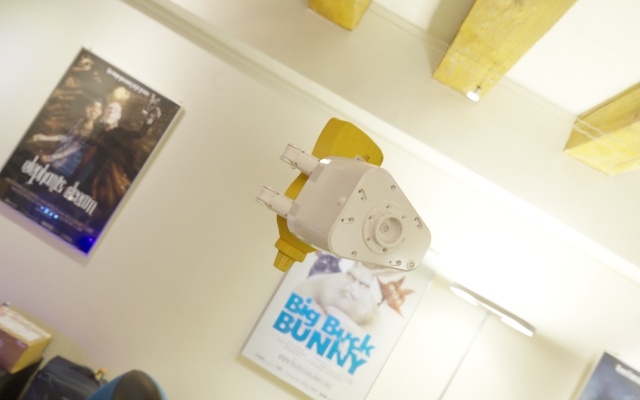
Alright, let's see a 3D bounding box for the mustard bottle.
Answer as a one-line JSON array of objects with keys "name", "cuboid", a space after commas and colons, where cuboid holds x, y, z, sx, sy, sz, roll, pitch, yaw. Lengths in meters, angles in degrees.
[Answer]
[{"name": "mustard bottle", "cuboid": [0.000, 0.002, 0.585, 0.058, 0.191, 0.096, 27, -6, 41]}]
